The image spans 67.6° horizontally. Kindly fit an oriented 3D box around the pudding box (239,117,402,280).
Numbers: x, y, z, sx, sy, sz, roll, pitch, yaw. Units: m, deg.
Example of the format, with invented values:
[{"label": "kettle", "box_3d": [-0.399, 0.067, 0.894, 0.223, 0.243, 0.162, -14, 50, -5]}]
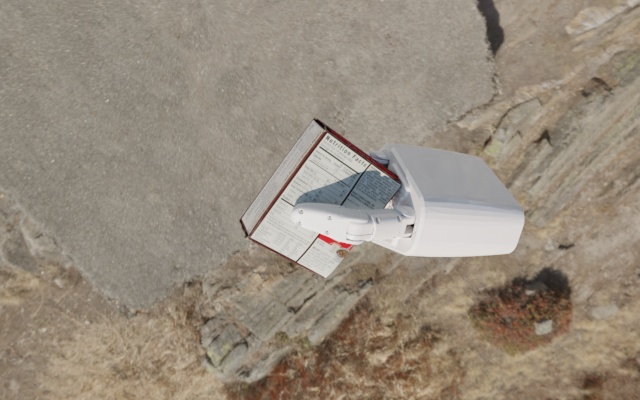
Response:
[{"label": "pudding box", "box_3d": [0.000, 0.001, 0.406, 0.090, 0.113, 0.039, 32, 9, -27]}]
